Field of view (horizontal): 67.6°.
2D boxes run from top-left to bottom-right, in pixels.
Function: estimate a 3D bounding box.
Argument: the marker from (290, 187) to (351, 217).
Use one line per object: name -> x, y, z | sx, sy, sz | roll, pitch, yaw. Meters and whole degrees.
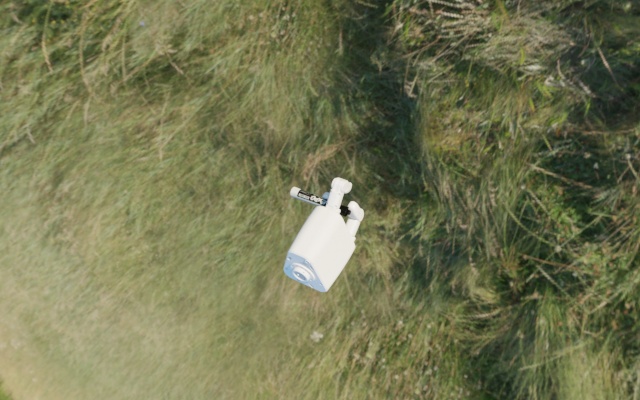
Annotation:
marker -> 0.000, 0.003, 0.872 | 0.121, 0.020, 0.020 | 20, 8, 22
